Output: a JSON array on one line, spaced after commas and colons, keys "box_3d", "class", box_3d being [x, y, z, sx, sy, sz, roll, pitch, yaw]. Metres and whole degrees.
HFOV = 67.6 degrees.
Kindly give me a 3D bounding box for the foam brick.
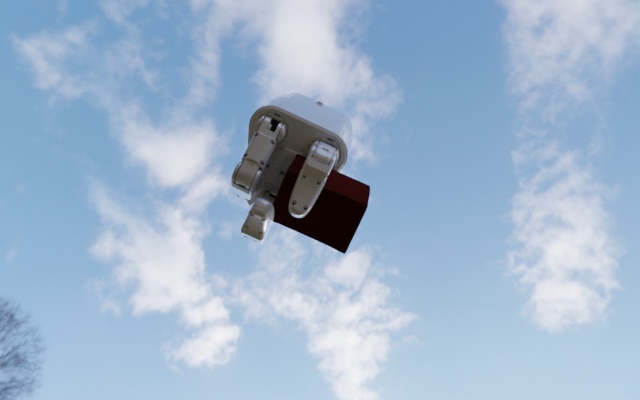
[{"box_3d": [0.000, 0.002, 0.435, 0.078, 0.053, 0.051, 25, 24, -2], "class": "foam brick"}]
